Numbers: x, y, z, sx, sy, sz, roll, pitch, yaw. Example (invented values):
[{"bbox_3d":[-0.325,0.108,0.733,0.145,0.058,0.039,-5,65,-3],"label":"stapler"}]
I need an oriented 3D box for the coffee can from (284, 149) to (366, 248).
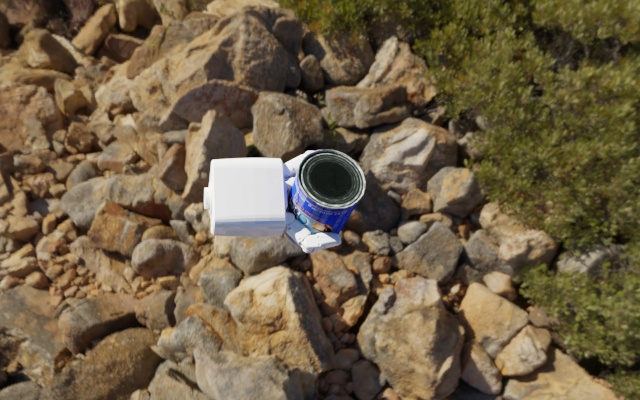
[{"bbox_3d":[0.000,0.003,0.744,0.103,0.102,0.140,0,-30,-16],"label":"coffee can"}]
